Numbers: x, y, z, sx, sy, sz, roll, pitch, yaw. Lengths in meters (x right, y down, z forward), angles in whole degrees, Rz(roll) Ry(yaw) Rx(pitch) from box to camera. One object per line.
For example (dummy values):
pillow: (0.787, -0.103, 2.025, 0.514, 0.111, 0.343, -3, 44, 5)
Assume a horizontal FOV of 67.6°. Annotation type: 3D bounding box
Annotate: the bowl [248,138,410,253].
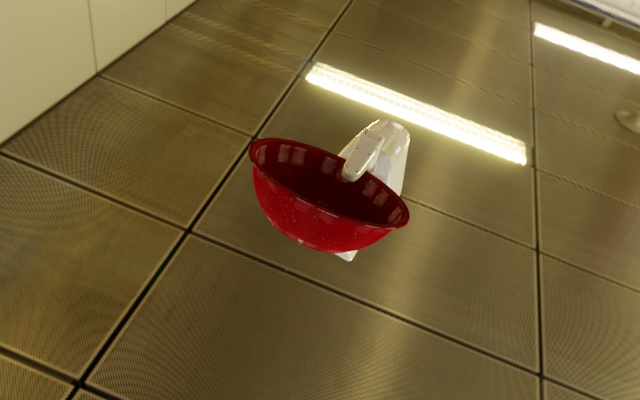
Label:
bowl: (-0.001, 0.002, 0.451, 0.162, 0.055, 0.162, 22, 21, -9)
